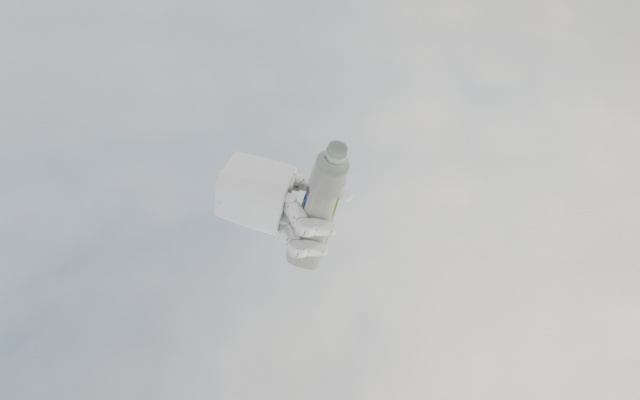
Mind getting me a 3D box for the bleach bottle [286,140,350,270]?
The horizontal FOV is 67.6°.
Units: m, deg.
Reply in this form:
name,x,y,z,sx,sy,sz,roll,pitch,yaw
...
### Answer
name,x,y,z,sx,sy,sz,roll,pitch,yaw
bleach bottle,0.000,0.003,0.754,0.068,0.102,0.251,16,-43,-2
